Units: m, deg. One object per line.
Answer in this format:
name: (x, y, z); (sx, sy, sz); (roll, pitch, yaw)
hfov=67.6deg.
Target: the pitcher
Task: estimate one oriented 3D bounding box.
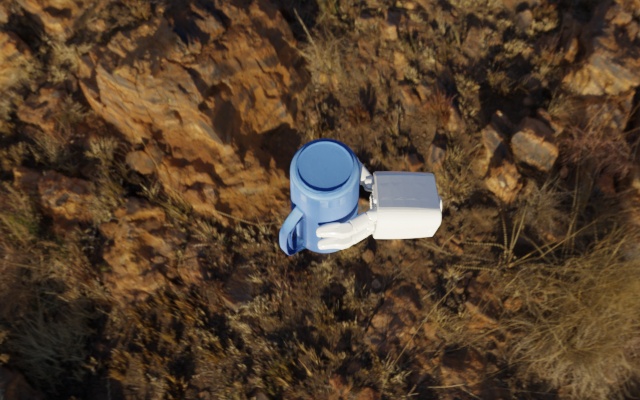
pitcher: (0.000, 0.003, 0.834); (0.145, 0.149, 0.243); (1, -23, 1)
